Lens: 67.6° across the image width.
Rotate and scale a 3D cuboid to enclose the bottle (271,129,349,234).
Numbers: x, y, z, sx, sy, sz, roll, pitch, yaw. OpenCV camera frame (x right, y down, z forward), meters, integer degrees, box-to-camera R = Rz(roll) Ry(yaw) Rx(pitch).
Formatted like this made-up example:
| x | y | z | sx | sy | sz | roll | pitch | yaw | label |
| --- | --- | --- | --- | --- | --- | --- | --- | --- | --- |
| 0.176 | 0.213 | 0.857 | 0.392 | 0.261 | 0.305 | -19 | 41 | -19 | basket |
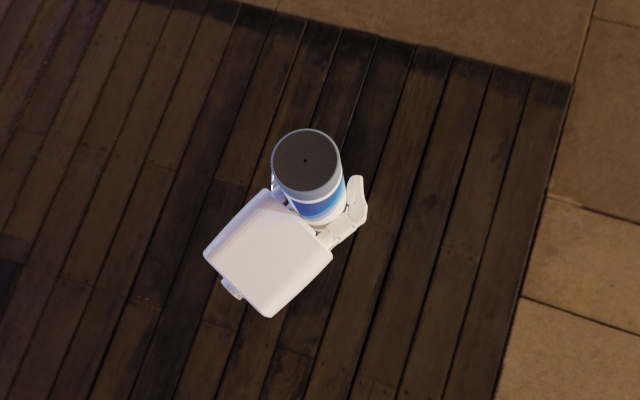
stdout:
| x | y | z | sx | sy | sz | roll | pitch | yaw | label |
| --- | --- | --- | --- | --- | --- | --- | --- | --- | --- |
| 0.000 | 0.002 | 0.593 | 0.069 | 0.069 | 0.296 | 0 | -16 | 6 | bottle |
